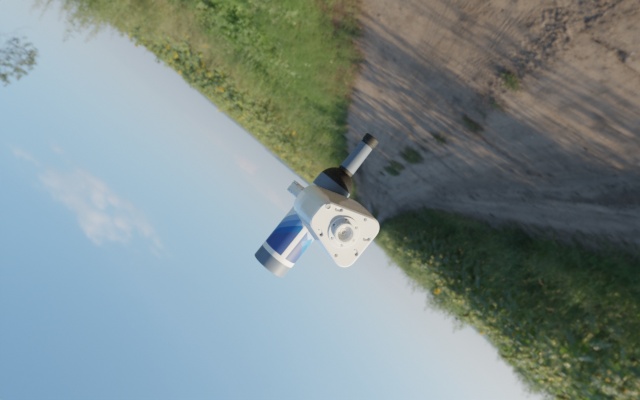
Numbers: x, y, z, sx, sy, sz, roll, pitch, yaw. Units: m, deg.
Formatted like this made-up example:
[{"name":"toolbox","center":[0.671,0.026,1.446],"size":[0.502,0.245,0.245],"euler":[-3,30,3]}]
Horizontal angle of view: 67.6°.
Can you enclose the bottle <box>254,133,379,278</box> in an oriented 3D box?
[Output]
[{"name":"bottle","center":[0.000,0.003,0.850],"size":[0.069,0.296,0.069],"euler":[39,2,-1]}]
